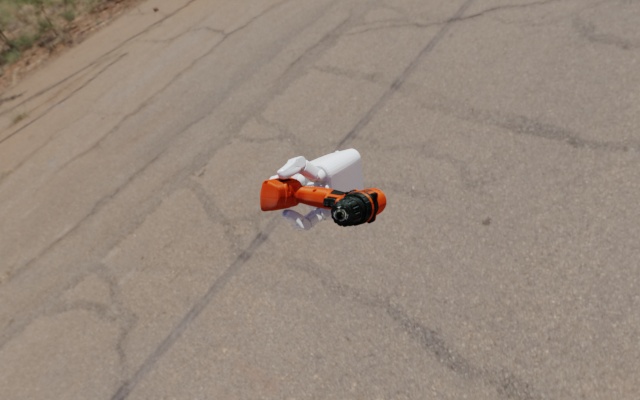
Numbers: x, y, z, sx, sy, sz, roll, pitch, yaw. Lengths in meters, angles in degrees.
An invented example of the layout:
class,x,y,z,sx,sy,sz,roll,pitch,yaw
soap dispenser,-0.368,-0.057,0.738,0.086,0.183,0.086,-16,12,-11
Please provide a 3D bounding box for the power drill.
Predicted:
class,x,y,z,sx,sy,sz,roll,pitch,yaw
power drill,0.000,0.002,0.776,0.187,0.057,0.184,10,8,22
